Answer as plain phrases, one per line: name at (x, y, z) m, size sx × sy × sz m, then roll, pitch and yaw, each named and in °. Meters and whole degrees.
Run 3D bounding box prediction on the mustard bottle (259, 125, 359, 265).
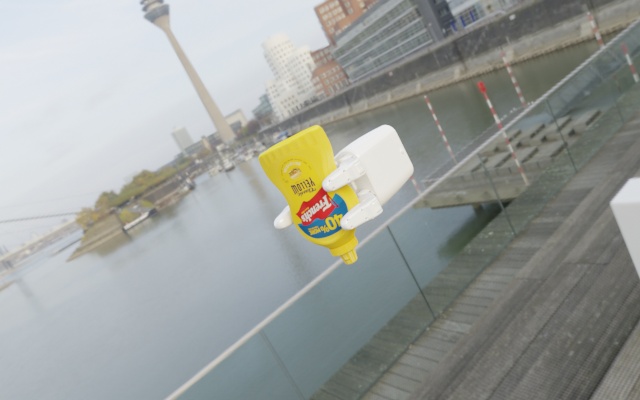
mustard bottle at (0.000, 0.002, 0.650) m, size 0.096 × 0.192 × 0.058 m, roll -23°, pitch 12°, yaw 24°
